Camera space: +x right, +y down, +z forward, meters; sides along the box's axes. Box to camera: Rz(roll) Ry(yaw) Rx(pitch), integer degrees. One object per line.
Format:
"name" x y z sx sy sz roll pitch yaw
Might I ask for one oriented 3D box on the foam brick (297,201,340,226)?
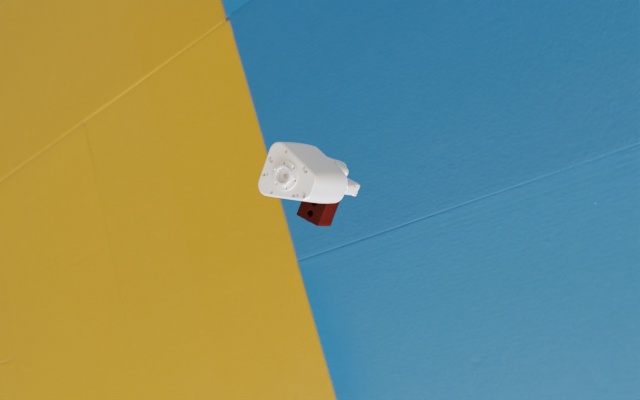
"foam brick" 0.000 0.003 0.886 0.053 0.078 0.051 27 14 27
